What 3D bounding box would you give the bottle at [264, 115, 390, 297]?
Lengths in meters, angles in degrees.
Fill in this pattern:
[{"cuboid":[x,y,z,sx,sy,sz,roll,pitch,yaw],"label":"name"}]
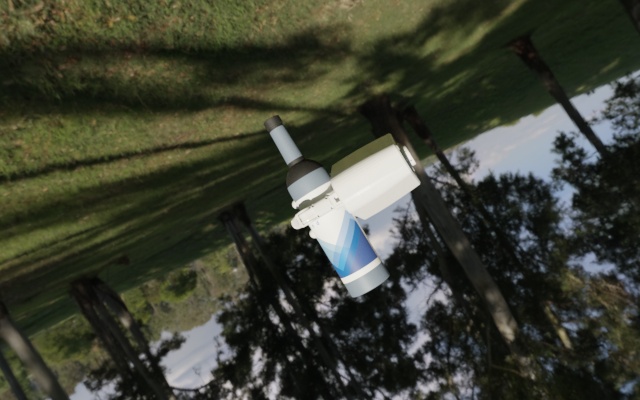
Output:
[{"cuboid":[0.000,0.003,0.724,0.069,0.295,0.069,-31,-2,-1],"label":"bottle"}]
